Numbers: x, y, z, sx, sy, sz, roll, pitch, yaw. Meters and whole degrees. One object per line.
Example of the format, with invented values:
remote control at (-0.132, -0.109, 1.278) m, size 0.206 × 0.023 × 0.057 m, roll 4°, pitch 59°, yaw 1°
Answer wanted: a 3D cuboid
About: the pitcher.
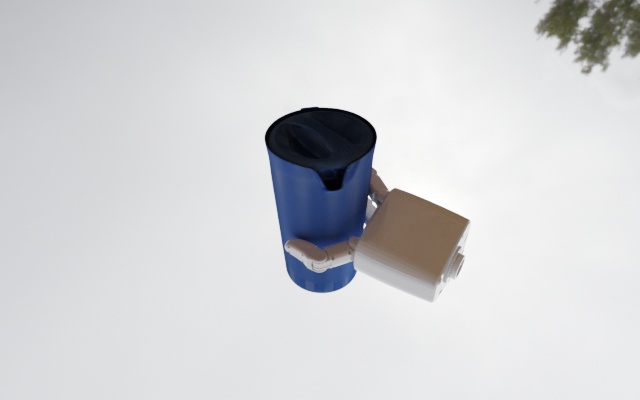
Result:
pitcher at (0.000, 0.002, 0.645) m, size 0.145 × 0.243 × 0.149 m, roll 23°, pitch 46°, yaw 25°
